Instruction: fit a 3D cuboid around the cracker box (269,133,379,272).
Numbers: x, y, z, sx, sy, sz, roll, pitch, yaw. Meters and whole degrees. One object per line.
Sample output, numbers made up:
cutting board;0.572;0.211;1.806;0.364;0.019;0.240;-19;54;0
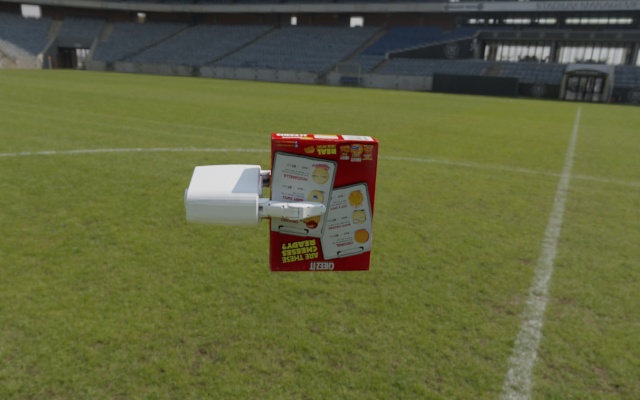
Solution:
cracker box;0.000;0.002;0.765;0.164;0.214;0.072;1;16;-6
